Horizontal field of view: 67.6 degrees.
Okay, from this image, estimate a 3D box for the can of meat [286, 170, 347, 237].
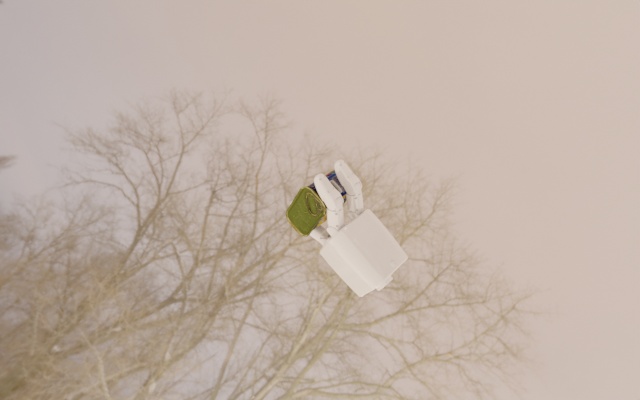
[{"bbox_3d":[0.000,0.002,0.805,0.084,0.057,0.102,-33,-14,-39],"label":"can of meat"}]
